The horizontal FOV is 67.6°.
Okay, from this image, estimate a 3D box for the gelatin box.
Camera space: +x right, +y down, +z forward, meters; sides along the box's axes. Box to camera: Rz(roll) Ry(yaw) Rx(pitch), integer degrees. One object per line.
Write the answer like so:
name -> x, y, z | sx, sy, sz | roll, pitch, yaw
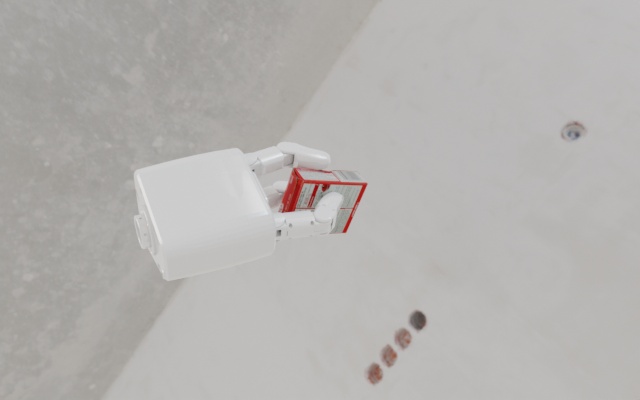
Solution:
gelatin box -> 0.001, 0.002, 0.540 | 0.089, 0.073, 0.030 | 1, 35, -32
